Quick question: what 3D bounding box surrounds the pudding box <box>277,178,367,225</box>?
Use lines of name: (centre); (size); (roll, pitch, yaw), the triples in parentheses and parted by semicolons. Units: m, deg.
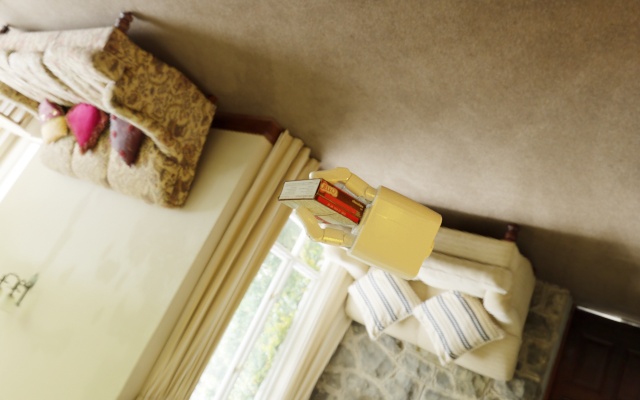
pudding box: (0.000, 0.003, 0.724); (0.090, 0.039, 0.113); (31, -19, -29)
